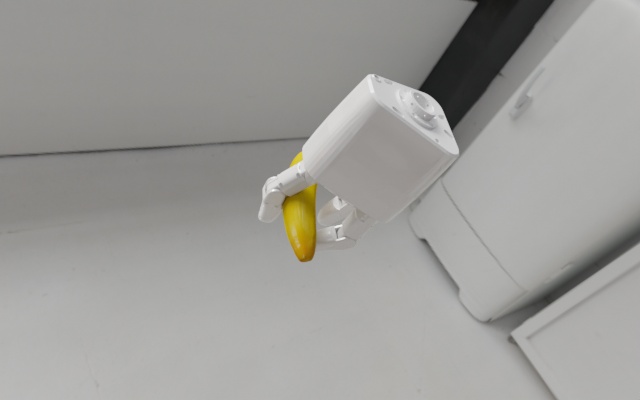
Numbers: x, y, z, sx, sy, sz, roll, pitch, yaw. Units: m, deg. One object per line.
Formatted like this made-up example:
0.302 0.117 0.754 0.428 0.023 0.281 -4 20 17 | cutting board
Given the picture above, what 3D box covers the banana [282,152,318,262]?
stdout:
-0.012 -0.013 0.548 0.037 0.070 0.197 -36 18 29 | banana
